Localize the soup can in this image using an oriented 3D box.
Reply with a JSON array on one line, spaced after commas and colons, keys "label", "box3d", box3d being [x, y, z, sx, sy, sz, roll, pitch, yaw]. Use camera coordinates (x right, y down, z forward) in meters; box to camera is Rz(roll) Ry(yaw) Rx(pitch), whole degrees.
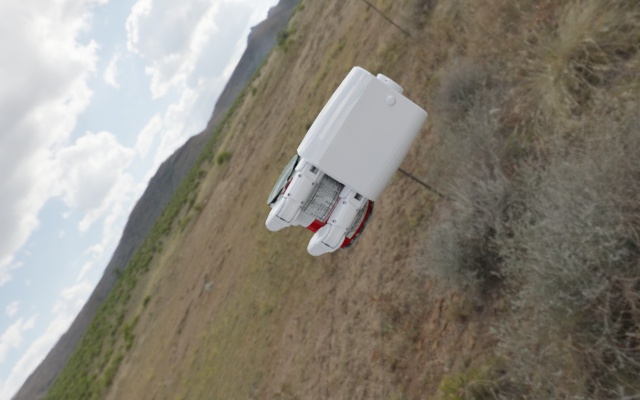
[{"label": "soup can", "box3d": [0.000, 0.002, 0.540, 0.102, 0.068, 0.068, 31, -7, -12]}]
